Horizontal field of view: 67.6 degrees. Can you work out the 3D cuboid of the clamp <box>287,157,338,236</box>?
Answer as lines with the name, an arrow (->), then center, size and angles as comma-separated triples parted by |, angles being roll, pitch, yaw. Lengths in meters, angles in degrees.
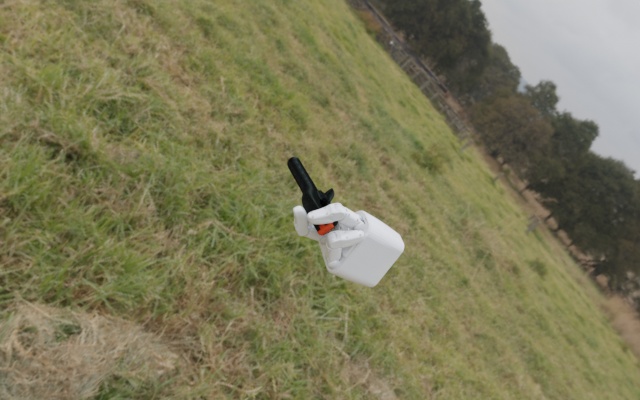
clamp -> 0.001, 0.002, 0.847 | 0.039, 0.171, 0.120 | -42, -48, 22
